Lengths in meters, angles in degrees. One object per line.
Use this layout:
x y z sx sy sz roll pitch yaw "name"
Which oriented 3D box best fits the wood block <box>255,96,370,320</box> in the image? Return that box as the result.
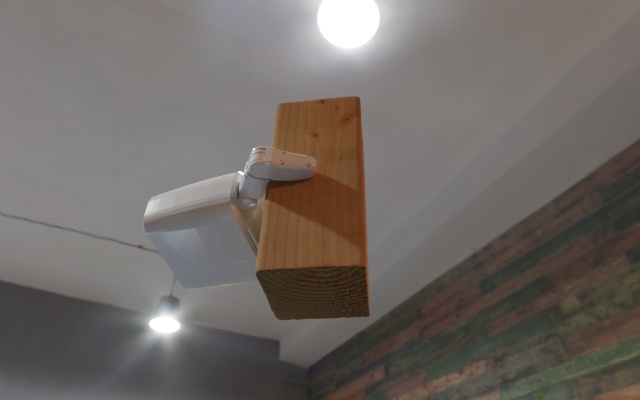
0.000 0.001 0.469 0.090 0.206 0.091 -4 -39 7 "wood block"
